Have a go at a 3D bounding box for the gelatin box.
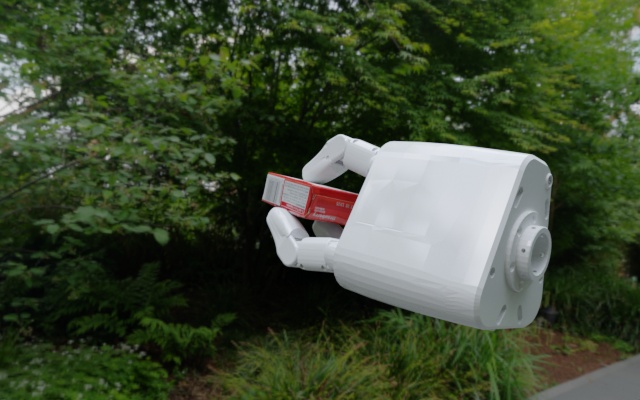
[{"bbox_3d":[0.000,0.001,0.420,0.073,0.030,0.089,12,3,-32],"label":"gelatin box"}]
